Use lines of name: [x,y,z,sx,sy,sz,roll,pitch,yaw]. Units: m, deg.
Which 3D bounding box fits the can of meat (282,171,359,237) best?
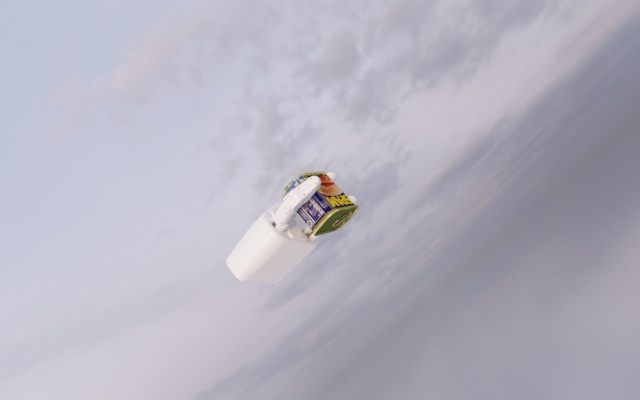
can of meat: [0.000,0.002,0.745,0.057,0.084,0.102,-50,-19,23]
